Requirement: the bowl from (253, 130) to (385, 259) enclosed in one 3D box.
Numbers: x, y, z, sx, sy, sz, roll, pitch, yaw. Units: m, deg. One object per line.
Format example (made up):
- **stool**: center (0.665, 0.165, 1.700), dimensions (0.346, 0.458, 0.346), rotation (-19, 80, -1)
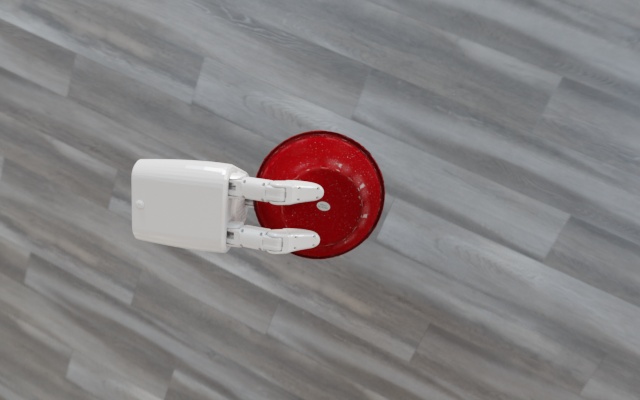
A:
- **bowl**: center (0.001, 0.002, 0.557), dimensions (0.162, 0.162, 0.055), rotation (0, 14, -3)
